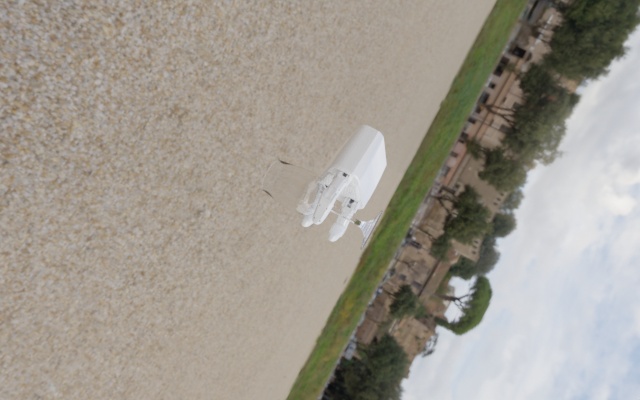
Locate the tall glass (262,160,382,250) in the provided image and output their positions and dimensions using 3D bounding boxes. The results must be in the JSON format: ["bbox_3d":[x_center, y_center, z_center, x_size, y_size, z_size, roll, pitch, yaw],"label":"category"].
[{"bbox_3d":[0.001,0.003,0.815,0.201,0.079,0.079,28,5,9],"label":"tall glass"}]
